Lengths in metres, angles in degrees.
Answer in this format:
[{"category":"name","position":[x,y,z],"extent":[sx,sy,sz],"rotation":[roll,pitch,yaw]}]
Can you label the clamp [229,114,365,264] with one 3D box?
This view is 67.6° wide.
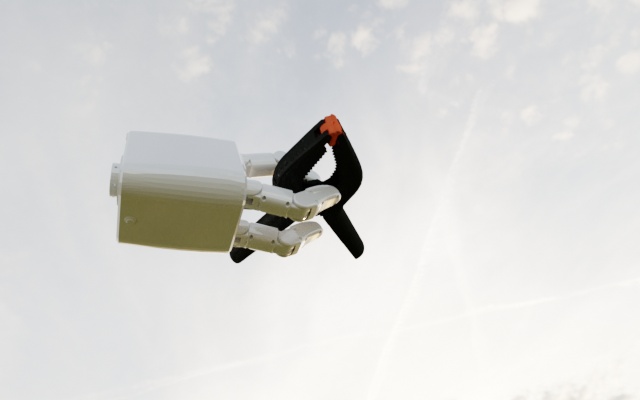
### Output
[{"category":"clamp","position":[0.000,0.001,0.519],"extent":[0.164,0.036,0.210],"rotation":[4,-46,-22]}]
